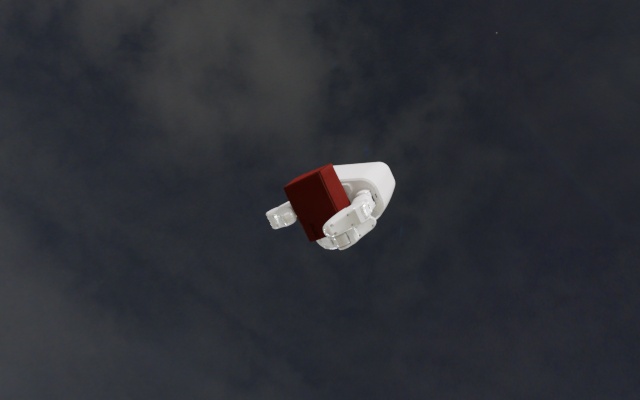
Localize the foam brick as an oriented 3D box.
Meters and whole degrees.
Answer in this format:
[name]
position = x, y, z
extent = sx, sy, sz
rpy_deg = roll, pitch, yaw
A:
[foam brick]
position = 0.000, 0.002, 0.584
extent = 0.053, 0.078, 0.051
rpy_deg = -21, 11, 24
